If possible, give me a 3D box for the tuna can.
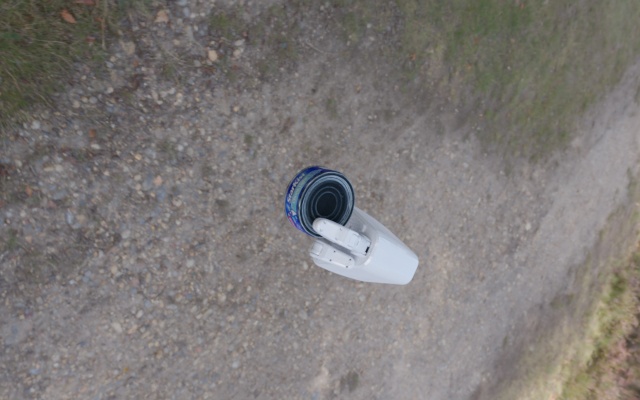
[{"bbox_3d":[0.000,0.002,0.584,0.086,0.086,0.033,0,14,-35],"label":"tuna can"}]
